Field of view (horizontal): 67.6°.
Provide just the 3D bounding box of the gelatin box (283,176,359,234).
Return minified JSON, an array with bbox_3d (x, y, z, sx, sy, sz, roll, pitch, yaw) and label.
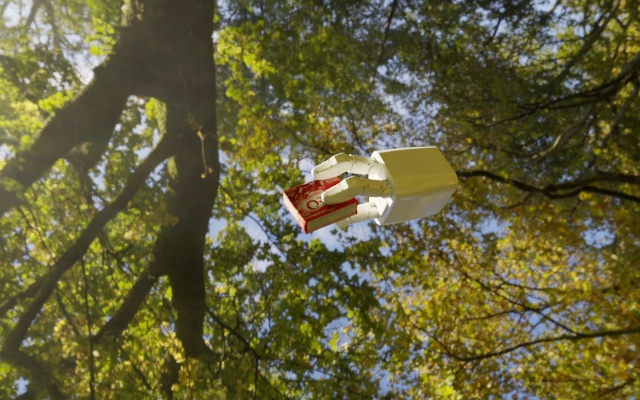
[{"bbox_3d":[0.000,0.003,0.702,0.089,0.030,0.073,-21,49,-20],"label":"gelatin box"}]
